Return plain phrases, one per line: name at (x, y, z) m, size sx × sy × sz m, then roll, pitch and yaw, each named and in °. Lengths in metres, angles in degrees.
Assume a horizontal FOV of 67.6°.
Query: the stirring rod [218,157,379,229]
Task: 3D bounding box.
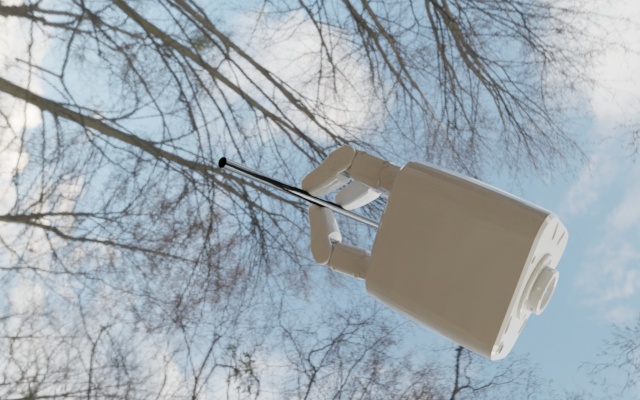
stirring rod at (0.000, 0.001, 0.418) m, size 0.011 × 0.011 × 0.239 m, roll 0°, pitch -13°, yaw 34°
